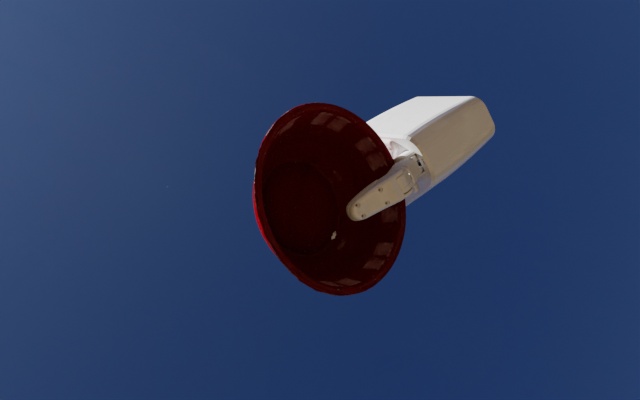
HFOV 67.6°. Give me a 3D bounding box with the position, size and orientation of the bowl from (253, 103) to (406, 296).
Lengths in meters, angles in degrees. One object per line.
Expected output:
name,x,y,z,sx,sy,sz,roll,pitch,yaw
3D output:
bowl,-0.001,0.002,0.412,0.162,0.162,0.055,0,-11,-39
